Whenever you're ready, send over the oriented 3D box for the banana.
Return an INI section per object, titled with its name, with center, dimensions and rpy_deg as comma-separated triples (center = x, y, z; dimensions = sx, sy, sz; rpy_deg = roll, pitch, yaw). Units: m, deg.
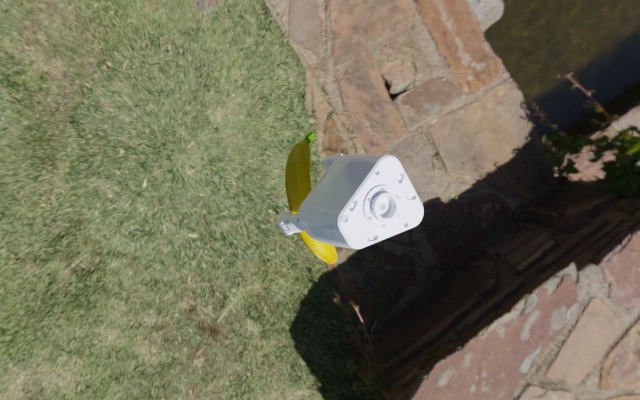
[banana]
center = -0.016, 0.002, 0.687
dimensions = 0.069, 0.198, 0.037
rpy_deg = -12, 7, -33
